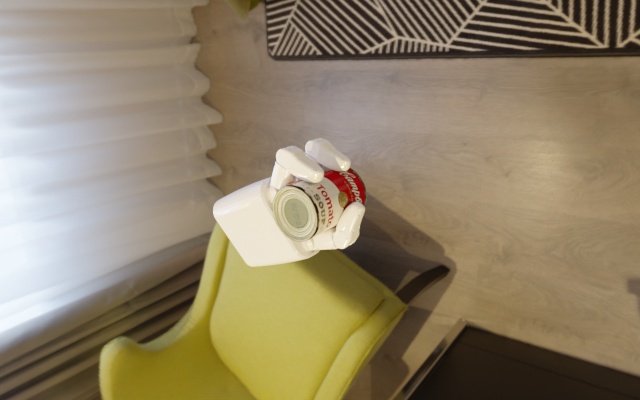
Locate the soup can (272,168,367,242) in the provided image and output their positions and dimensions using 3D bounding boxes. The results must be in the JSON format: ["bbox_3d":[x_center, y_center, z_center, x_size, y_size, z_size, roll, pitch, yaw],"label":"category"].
[{"bbox_3d":[0.000,0.002,0.567,0.068,0.068,0.102,0,15,38],"label":"soup can"}]
